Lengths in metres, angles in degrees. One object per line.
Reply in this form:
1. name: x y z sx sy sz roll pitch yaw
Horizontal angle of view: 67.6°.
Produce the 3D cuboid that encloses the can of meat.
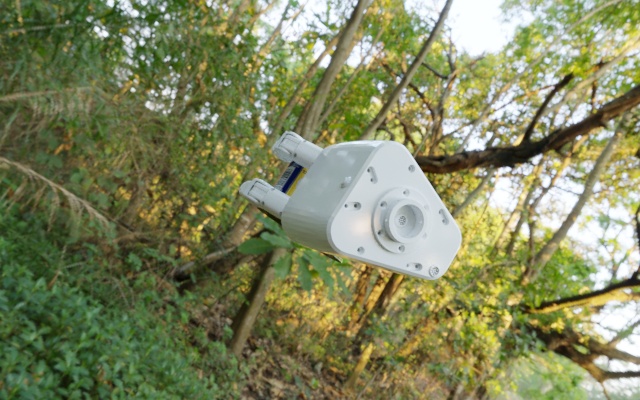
1. can of meat: 0.000 0.001 0.497 0.102 0.084 0.057 35 -9 -15
